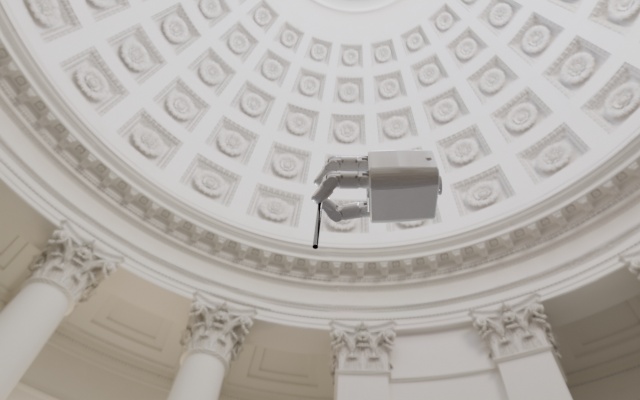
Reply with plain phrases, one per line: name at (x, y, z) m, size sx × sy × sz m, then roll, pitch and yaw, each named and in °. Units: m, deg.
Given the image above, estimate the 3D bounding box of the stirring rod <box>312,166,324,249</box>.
stirring rod at (0.000, 0.003, 0.761) m, size 0.011 × 0.011 × 0.239 m, roll 0°, pitch 31°, yaw 4°
